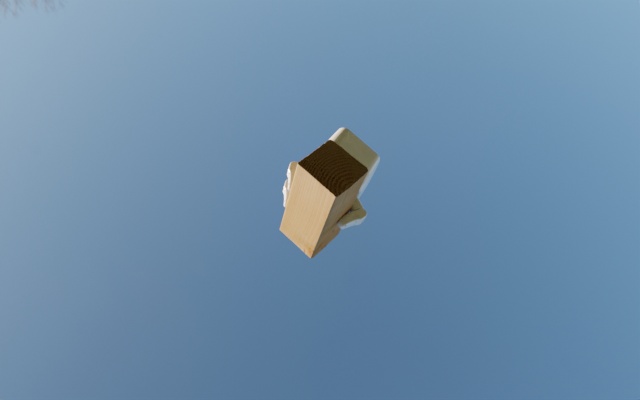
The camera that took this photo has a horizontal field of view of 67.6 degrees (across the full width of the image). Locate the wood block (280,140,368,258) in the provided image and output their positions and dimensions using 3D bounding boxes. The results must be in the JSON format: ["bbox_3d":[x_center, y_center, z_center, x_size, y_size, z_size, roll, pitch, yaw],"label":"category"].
[{"bbox_3d":[0.001,0.003,0.867,0.090,0.091,0.206,-40,-18,-33],"label":"wood block"}]
